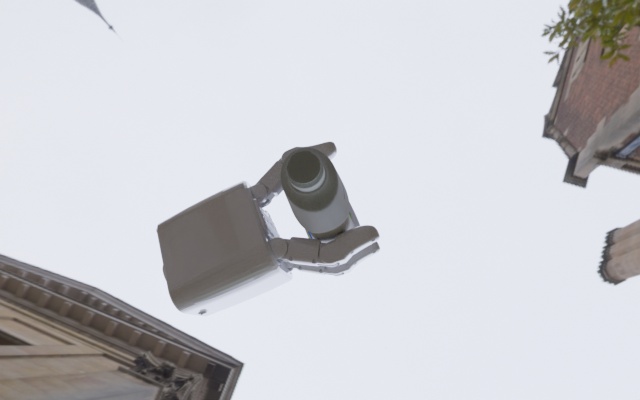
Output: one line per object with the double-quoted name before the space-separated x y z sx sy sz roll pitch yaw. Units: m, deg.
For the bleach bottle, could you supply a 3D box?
"bleach bottle" 0.000 0.002 0.507 0.068 0.102 0.251 -24 -19 0
